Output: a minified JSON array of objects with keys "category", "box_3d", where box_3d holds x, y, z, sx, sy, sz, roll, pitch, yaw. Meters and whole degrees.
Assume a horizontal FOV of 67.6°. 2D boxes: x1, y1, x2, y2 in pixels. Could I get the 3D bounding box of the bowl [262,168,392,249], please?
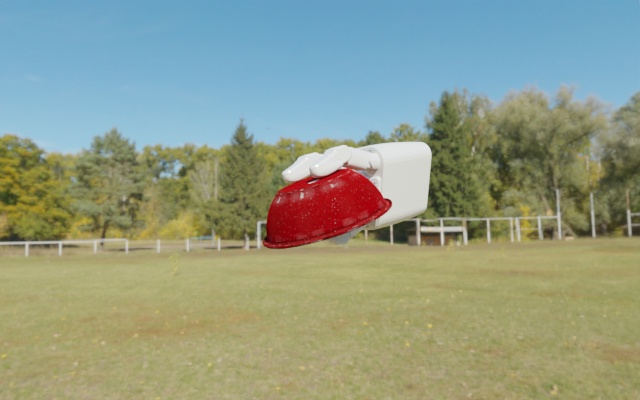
[{"category":"bowl","box_3d":[-0.001,0.002,0.564,0.162,0.055,0.162,-18,10,3]}]
